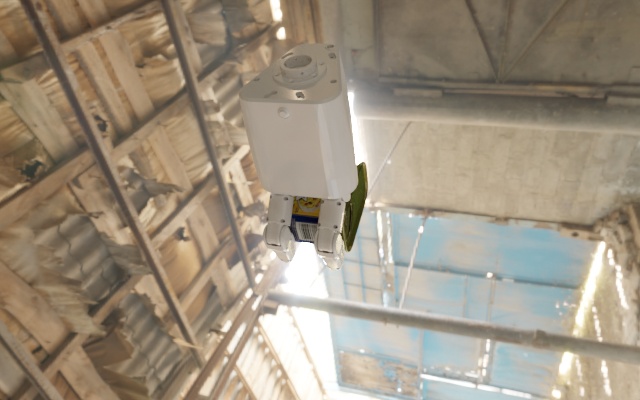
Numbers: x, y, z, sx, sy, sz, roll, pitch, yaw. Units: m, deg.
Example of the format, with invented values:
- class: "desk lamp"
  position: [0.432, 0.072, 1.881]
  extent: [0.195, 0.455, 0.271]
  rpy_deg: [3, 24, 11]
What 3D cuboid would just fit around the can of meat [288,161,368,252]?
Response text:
- class: "can of meat"
  position: [0.000, 0.002, 0.523]
  extent: [0.084, 0.102, 0.057]
  rpy_deg: [6, -41, 17]
